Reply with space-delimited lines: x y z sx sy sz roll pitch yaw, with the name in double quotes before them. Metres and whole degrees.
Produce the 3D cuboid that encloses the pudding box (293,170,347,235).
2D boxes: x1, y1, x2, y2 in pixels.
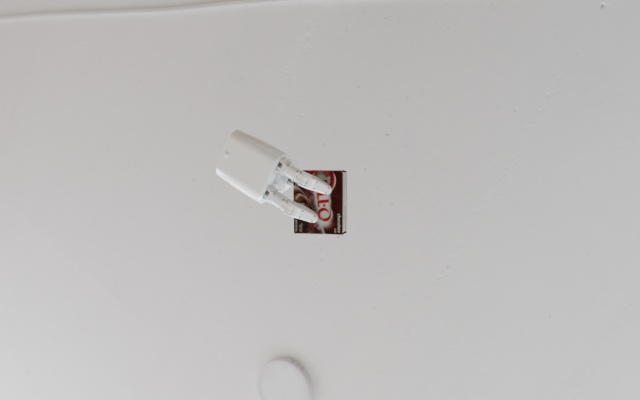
"pudding box" 0.000 0.003 0.838 0.090 0.113 0.039 0 5 19
